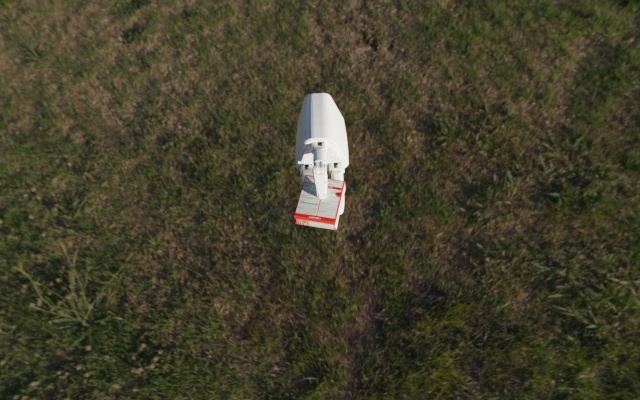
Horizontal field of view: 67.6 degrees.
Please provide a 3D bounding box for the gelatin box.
[{"bbox_3d":[0.000,0.003,0.830,0.073,0.089,0.030,9,-30,9],"label":"gelatin box"}]
